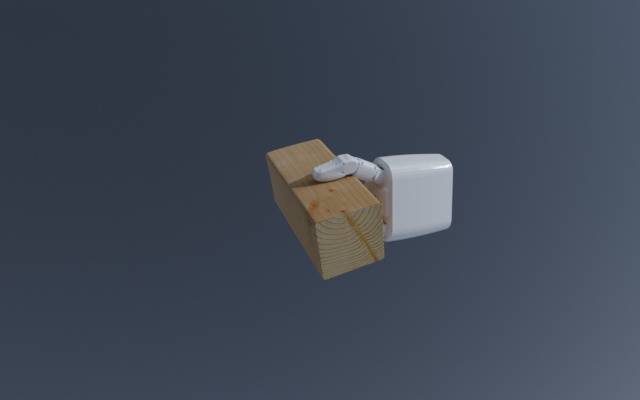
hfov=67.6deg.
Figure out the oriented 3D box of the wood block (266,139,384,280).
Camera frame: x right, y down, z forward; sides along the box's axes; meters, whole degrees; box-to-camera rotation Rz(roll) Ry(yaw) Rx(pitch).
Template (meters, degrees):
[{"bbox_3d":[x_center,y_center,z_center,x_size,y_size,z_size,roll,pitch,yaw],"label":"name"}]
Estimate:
[{"bbox_3d":[0.000,0.002,0.666,0.090,0.091,0.206,-17,34,-15],"label":"wood block"}]
